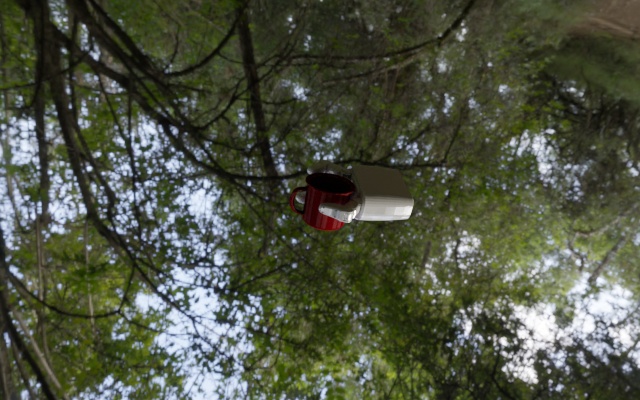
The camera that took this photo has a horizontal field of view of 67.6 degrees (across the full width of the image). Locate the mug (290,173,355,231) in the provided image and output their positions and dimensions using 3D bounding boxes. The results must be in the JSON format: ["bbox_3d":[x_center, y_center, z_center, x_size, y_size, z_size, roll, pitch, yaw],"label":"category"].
[{"bbox_3d":[-0.001,0.003,0.885,0.117,0.081,0.093,2,26,-19],"label":"mug"}]
